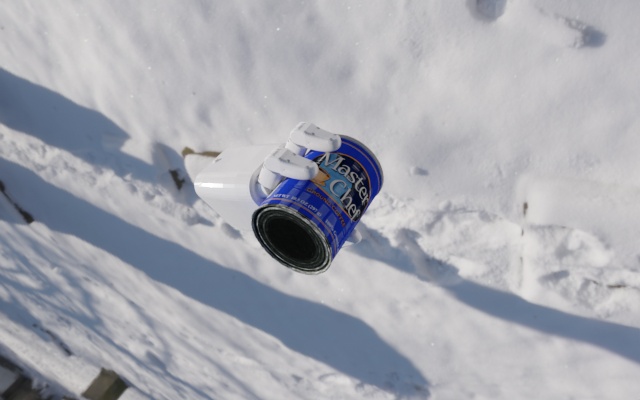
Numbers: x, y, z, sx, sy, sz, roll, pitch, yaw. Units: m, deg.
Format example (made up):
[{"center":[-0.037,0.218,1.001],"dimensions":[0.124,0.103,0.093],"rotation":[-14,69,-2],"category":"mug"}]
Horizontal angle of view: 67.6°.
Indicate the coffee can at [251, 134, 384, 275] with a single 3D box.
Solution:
[{"center":[0.000,0.002,0.561],"dimensions":[0.103,0.103,0.140],"rotation":[0,38,37],"category":"coffee can"}]
